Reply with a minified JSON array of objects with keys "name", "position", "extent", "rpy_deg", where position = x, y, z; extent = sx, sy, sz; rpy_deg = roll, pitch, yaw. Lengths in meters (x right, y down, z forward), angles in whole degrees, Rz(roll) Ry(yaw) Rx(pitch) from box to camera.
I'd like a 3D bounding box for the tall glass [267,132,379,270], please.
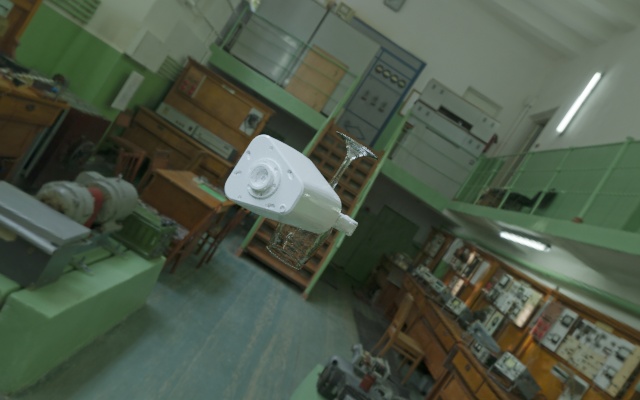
[{"name":"tall glass","position":[0.001,0.002,0.707],"extent":[0.079,0.201,0.079],"rpy_deg":[33,3,-2]}]
